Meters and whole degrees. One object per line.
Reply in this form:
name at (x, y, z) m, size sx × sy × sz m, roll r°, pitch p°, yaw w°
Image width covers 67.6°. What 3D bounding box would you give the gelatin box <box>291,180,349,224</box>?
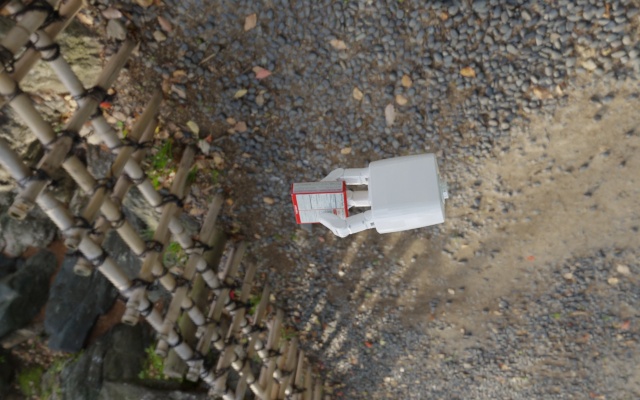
gelatin box at (0.000, 0.003, 0.790) m, size 0.089 × 0.030 × 0.073 m, roll -3°, pitch -43°, yaw 5°
